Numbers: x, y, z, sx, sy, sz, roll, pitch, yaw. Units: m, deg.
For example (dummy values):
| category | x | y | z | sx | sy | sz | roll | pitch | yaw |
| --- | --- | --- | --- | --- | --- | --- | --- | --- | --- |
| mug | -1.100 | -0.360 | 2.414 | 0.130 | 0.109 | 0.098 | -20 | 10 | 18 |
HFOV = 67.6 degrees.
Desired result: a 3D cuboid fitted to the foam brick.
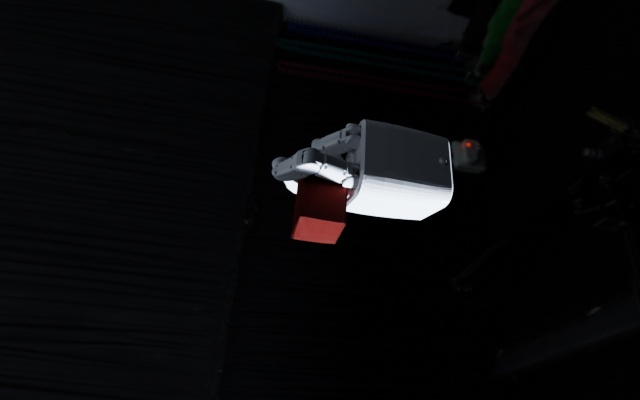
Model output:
| category | x | y | z | sx | sy | sz | roll | pitch | yaw |
| --- | --- | --- | --- | --- | --- | --- | --- | --- | --- |
| foam brick | 0.000 | 0.002 | 0.535 | 0.051 | 0.078 | 0.053 | 11 | -32 | -9 |
